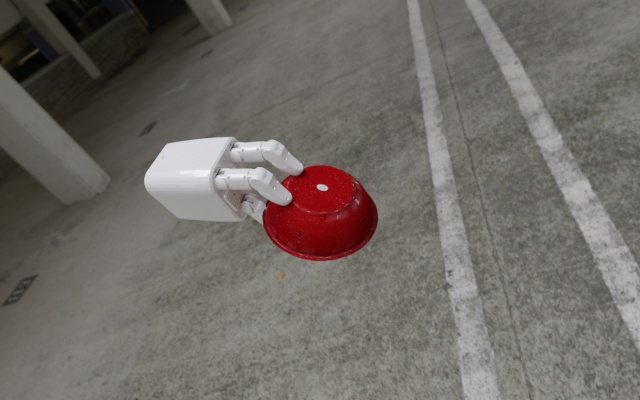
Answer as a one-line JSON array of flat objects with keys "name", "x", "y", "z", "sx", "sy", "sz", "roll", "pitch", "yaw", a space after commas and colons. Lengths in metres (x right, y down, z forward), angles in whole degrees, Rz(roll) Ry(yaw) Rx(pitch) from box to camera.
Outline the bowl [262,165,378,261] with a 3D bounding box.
[{"name": "bowl", "x": 0.001, "y": 0.002, "z": 0.648, "sx": 0.162, "sy": 0.162, "sz": 0.055, "roll": 0, "pitch": -44, "yaw": -1}]
